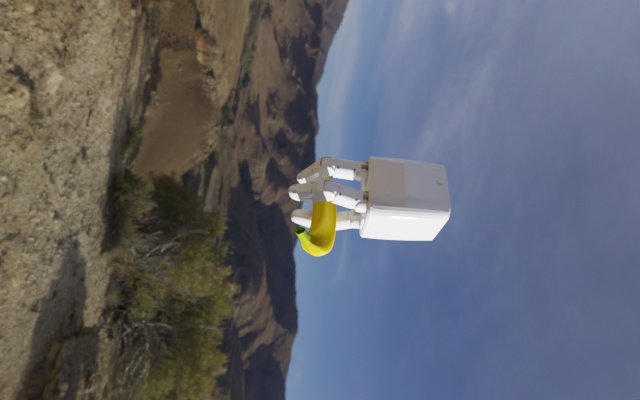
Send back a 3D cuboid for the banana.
[{"bbox_3d":[0.002,0.020,0.649,0.037,0.070,0.197,-3,26,8],"label":"banana"}]
